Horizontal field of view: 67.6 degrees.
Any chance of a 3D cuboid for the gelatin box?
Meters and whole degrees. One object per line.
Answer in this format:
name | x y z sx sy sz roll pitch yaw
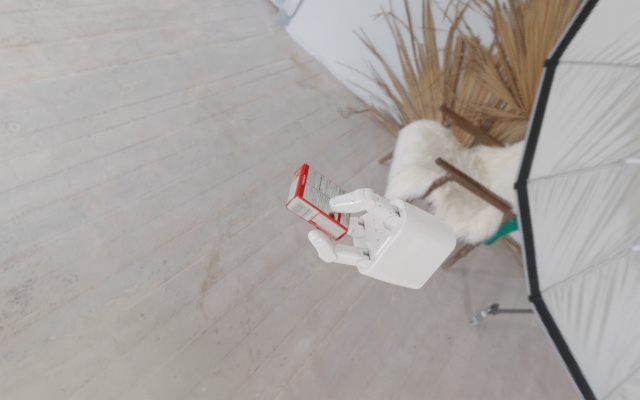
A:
gelatin box | 0.000 0.002 0.643 0.089 0.073 0.030 35 -54 -20
